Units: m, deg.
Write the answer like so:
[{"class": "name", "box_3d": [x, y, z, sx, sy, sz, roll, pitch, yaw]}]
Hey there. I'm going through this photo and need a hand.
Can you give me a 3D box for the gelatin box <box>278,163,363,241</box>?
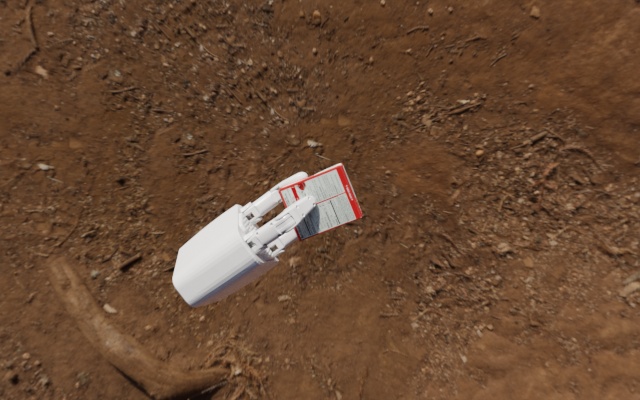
[{"class": "gelatin box", "box_3d": [0.000, 0.002, 0.613, 0.089, 0.073, 0.030, -21, 8, 9]}]
